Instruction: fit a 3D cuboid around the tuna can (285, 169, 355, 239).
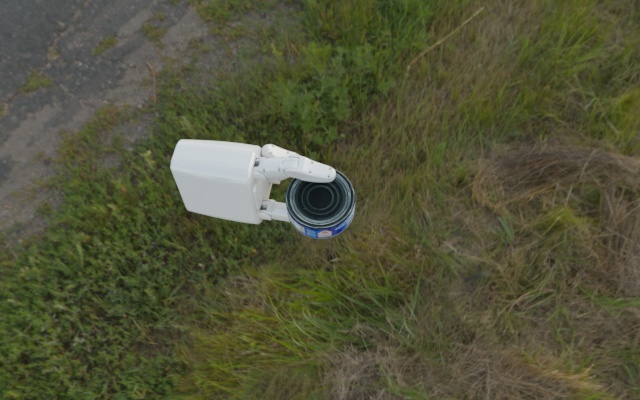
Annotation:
[{"bbox_3d":[0.000,0.002,0.585,0.086,0.086,0.034,0,-25,2],"label":"tuna can"}]
